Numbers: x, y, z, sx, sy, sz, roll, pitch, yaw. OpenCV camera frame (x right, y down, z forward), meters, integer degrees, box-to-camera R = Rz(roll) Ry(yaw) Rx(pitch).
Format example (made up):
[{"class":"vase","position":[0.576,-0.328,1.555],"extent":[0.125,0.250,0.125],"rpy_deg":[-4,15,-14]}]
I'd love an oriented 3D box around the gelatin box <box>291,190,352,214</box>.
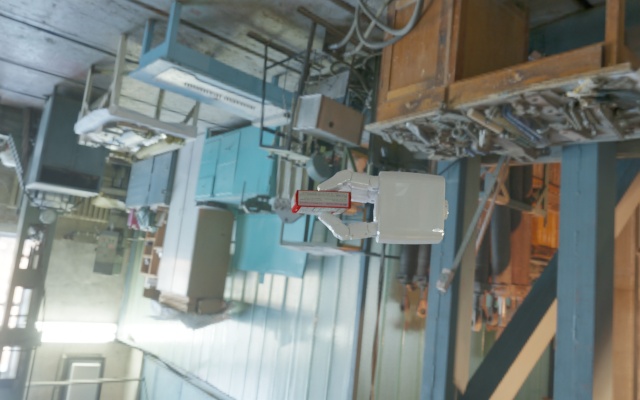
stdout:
[{"class":"gelatin box","position":[0.000,0.003,0.780],"extent":[0.089,0.030,0.073],"rpy_deg":[1,-9,-9]}]
